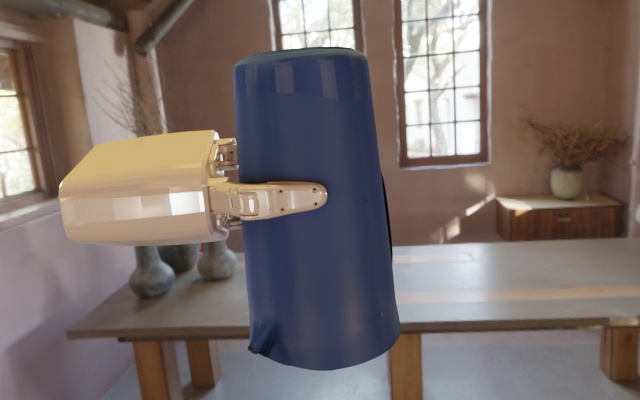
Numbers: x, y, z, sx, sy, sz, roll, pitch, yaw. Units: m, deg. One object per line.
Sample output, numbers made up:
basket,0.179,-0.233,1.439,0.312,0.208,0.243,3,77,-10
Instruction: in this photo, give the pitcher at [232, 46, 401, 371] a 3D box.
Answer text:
pitcher,0.000,0.001,0.408,0.145,0.243,0.149,-6,11,-3
